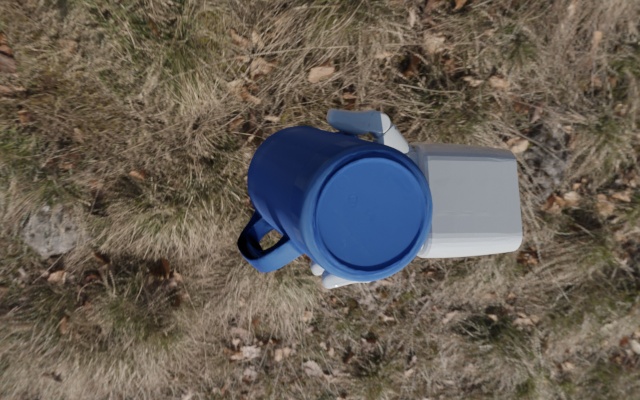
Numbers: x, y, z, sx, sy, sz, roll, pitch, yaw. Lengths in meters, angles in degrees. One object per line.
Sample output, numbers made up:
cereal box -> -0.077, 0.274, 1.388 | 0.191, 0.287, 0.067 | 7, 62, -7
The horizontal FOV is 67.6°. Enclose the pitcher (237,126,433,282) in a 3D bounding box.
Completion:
pitcher -> 0.000, 0.001, 0.467 | 0.145, 0.149, 0.243 | 1, 8, -15
